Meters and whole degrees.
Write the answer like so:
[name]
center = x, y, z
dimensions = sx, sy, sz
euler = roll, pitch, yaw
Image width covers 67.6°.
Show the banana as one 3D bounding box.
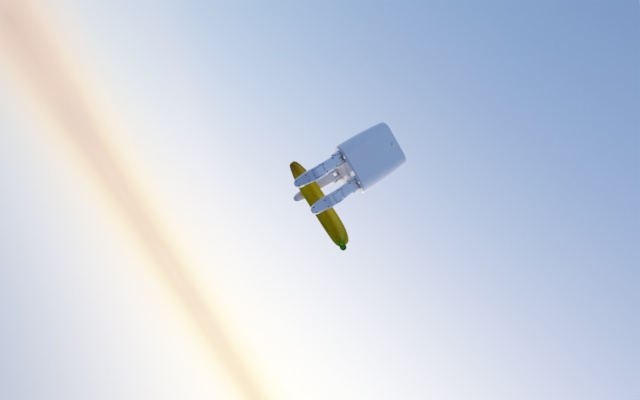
[banana]
center = 0.003, 0.012, 0.894
dimensions = 0.037, 0.197, 0.070
euler = -31, -18, -7
